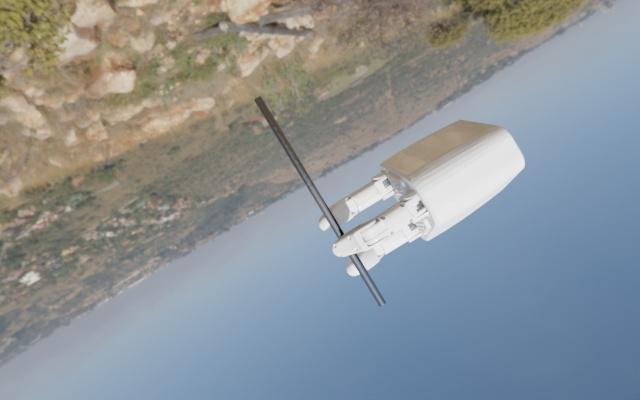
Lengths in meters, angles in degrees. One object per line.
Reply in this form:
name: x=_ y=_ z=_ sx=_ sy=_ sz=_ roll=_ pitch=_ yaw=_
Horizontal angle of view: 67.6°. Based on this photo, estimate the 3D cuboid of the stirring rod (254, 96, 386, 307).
stirring rod: x=0.000 y=0.001 z=0.476 sx=0.011 sy=0.239 sz=0.011 roll=-31 pitch=2 yaw=1
